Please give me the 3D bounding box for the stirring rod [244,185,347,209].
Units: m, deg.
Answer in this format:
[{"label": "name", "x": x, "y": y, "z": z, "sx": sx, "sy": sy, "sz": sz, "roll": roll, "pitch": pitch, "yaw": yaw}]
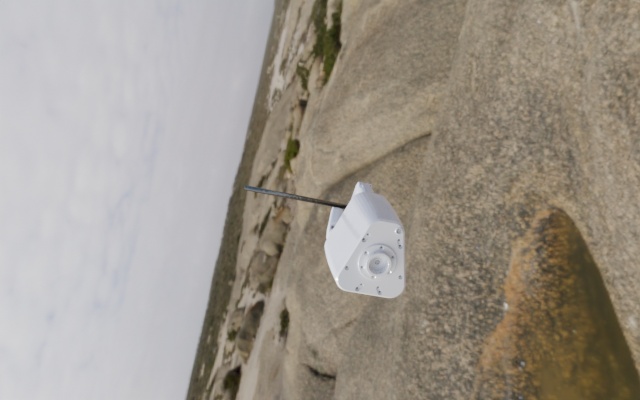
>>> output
[{"label": "stirring rod", "x": 0.000, "y": 0.002, "z": 0.751, "sx": 0.239, "sy": 0.011, "sz": 0.011, "roll": 11, "pitch": -2, "yaw": -9}]
